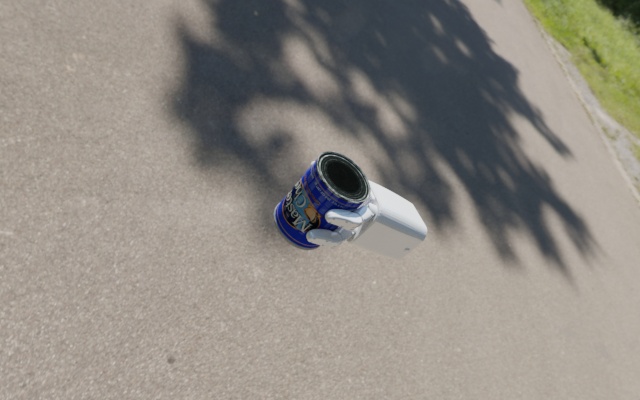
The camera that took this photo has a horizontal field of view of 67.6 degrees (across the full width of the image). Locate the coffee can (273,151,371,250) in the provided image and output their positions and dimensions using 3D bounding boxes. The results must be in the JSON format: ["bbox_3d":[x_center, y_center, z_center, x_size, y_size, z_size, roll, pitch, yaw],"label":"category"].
[{"bbox_3d":[0.000,0.003,0.787,0.103,0.102,0.140,0,-36,-41],"label":"coffee can"}]
